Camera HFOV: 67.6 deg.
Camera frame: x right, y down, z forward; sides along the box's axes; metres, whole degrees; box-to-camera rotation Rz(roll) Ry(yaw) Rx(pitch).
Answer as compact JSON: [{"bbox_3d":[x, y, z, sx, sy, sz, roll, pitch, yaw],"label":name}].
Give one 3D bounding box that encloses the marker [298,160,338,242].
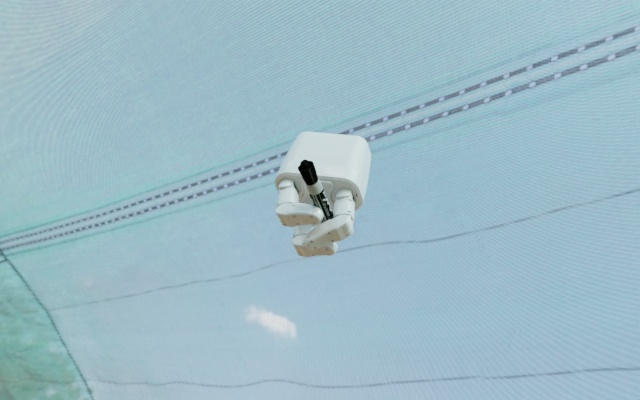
[{"bbox_3d":[0.000,0.002,0.565,0.020,0.121,0.020,-14,37,11],"label":"marker"}]
